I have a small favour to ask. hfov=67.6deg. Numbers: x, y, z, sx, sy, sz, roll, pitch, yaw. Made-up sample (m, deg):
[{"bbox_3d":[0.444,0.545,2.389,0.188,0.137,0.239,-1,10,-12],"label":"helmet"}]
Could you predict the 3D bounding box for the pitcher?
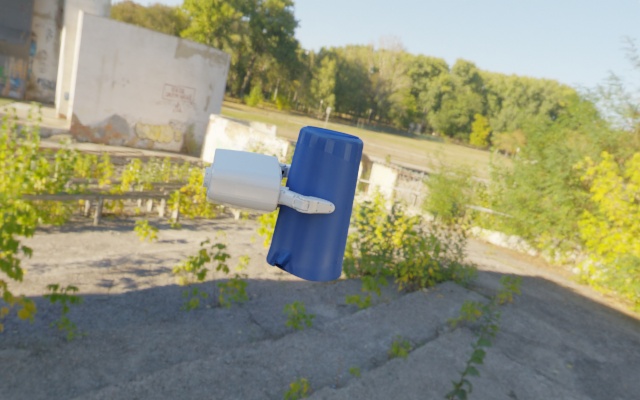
[{"bbox_3d":[0.000,0.003,0.812,0.145,0.243,0.149,10,12,-14],"label":"pitcher"}]
